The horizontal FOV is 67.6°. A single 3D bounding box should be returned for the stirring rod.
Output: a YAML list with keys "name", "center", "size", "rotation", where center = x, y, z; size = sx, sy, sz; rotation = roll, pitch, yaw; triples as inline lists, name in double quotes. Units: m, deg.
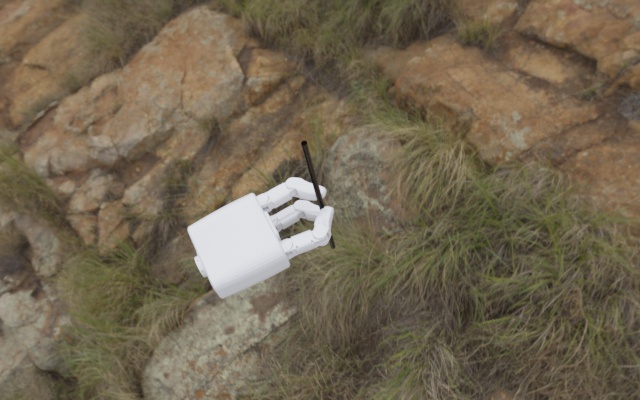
- name: "stirring rod"
  center: [0.000, 0.002, 0.677]
  size: [0.011, 0.011, 0.240]
  rotation: [0, -37, 12]
